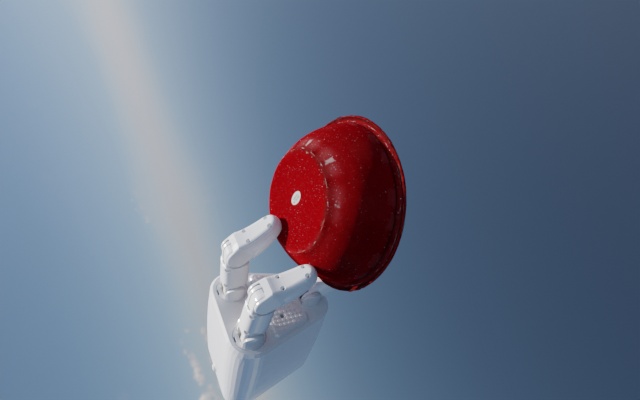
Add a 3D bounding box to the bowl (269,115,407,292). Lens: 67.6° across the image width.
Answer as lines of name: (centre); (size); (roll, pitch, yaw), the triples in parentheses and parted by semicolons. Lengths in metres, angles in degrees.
bowl: (0.000, 0.000, 0.427); (0.055, 0.162, 0.162); (3, -2, -36)
